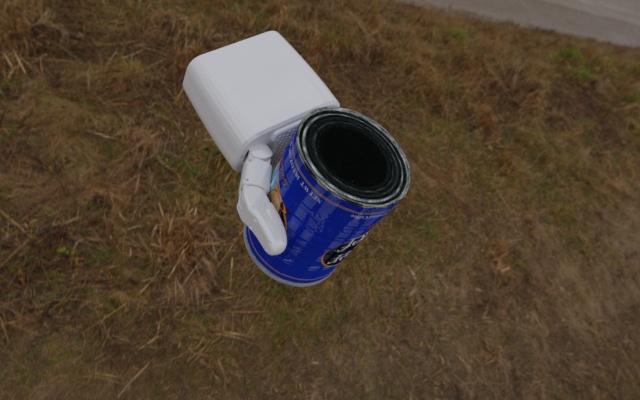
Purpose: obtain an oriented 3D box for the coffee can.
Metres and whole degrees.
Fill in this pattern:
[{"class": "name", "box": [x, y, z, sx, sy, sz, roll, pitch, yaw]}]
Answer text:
[{"class": "coffee can", "box": [0.000, 0.002, 0.431, 0.103, 0.102, 0.140, 0, -34, -30]}]
